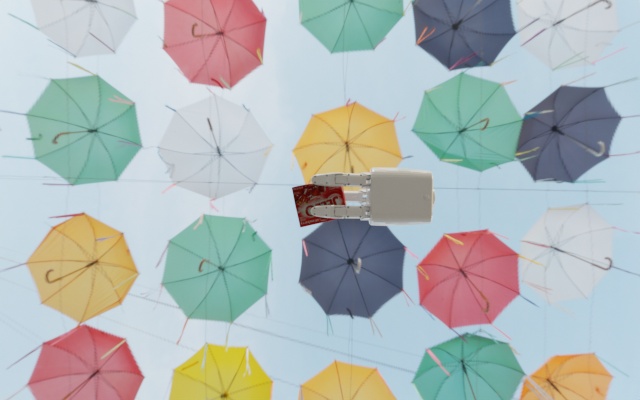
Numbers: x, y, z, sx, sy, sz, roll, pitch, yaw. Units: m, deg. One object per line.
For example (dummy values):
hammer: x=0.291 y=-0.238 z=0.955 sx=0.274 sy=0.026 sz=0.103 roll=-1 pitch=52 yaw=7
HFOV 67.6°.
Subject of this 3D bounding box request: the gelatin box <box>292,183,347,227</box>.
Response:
gelatin box: x=0.000 y=0.003 z=0.846 sx=0.089 sy=0.073 sz=0.030 roll=-12 pitch=-1 yaw=7
